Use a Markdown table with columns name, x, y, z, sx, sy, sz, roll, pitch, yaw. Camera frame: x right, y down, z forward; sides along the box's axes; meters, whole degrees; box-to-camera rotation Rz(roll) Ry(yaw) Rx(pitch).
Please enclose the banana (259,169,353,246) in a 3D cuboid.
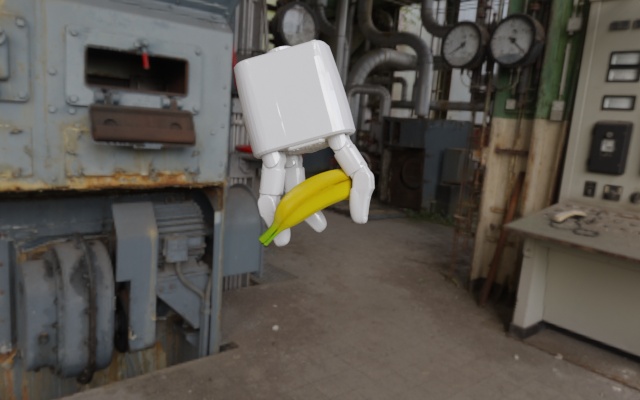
| name | x | y | z | sx | sy | sz | roll | pitch | yaw |
| --- | --- | --- | --- | --- | --- | --- | --- | --- | --- |
| banana | 0.009 | -0.007 | 0.545 | 0.197 | 0.037 | 0.070 | -22 | -17 | -49 |
